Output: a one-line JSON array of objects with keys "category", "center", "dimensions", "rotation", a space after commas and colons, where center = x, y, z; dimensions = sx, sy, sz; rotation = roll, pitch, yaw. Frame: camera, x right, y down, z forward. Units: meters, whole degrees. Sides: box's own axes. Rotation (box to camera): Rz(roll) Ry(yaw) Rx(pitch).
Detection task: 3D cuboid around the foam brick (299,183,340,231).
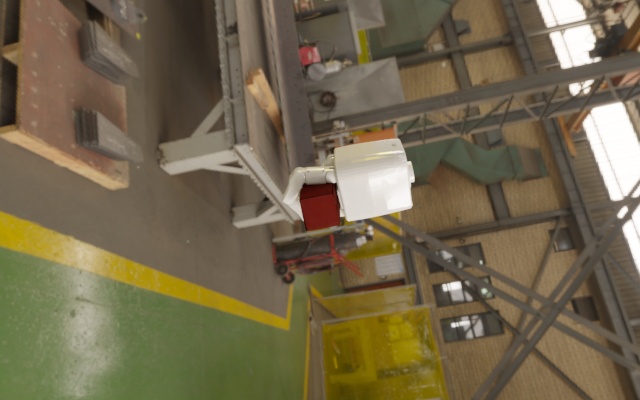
[{"category": "foam brick", "center": [0.000, 0.003, 0.715], "dimensions": [0.051, 0.053, 0.078], "rotation": [-9, 24, 6]}]
